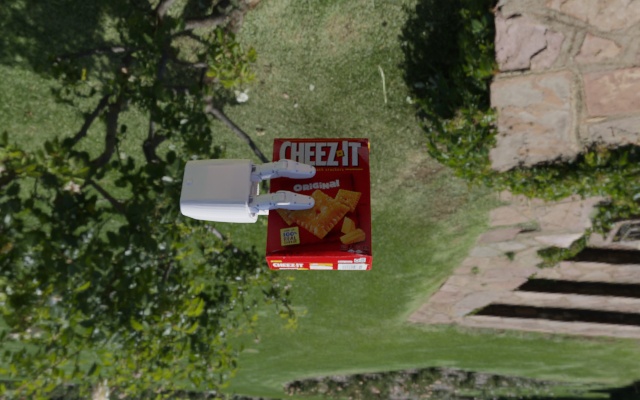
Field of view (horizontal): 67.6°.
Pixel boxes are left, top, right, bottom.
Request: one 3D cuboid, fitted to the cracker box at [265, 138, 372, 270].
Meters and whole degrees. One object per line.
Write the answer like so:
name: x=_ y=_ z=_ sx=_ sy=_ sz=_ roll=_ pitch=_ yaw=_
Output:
cracker box: x=0.000 y=0.003 z=0.780 sx=0.164 sy=0.213 sz=0.072 roll=0 pitch=-24 yaw=2
